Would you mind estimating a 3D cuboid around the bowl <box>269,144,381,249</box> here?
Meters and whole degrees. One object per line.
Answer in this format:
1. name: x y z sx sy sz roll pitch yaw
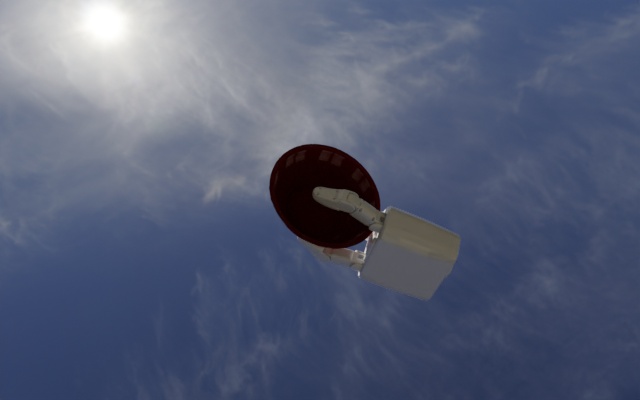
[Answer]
1. bowl: -0.001 0.002 0.667 0.162 0.162 0.055 0 -28 -23
